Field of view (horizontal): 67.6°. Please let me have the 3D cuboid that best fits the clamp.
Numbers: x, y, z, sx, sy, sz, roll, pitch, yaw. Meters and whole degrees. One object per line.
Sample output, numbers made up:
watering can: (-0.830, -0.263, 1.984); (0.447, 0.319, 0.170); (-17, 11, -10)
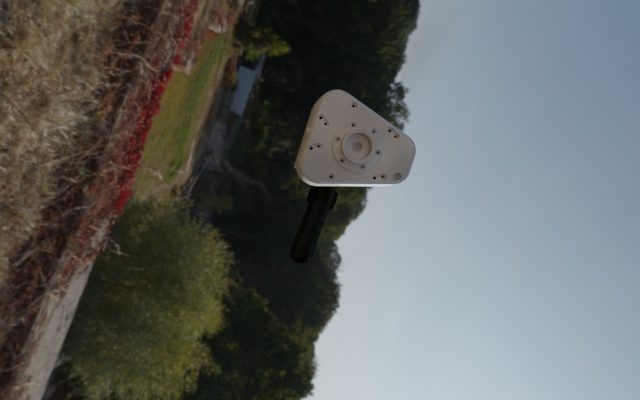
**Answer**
clamp: (0.001, 0.002, 0.586); (0.039, 0.171, 0.120); (17, 4, -4)
